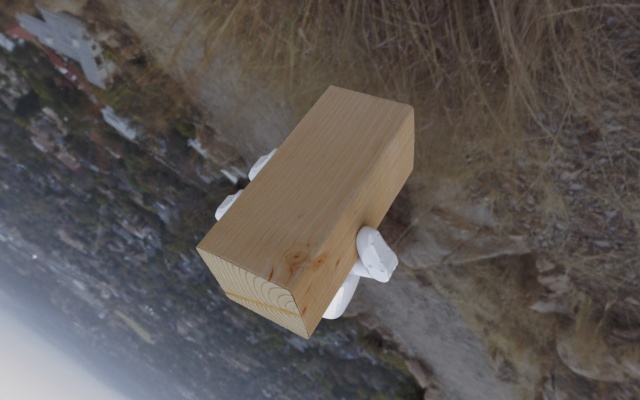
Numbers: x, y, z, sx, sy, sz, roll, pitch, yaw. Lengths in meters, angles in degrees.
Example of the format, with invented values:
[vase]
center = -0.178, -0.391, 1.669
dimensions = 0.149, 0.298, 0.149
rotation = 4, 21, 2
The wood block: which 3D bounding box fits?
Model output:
[wood block]
center = 0.000, 0.002, 0.428
dimensions = 0.091, 0.206, 0.090
rotation = 21, -31, 24
